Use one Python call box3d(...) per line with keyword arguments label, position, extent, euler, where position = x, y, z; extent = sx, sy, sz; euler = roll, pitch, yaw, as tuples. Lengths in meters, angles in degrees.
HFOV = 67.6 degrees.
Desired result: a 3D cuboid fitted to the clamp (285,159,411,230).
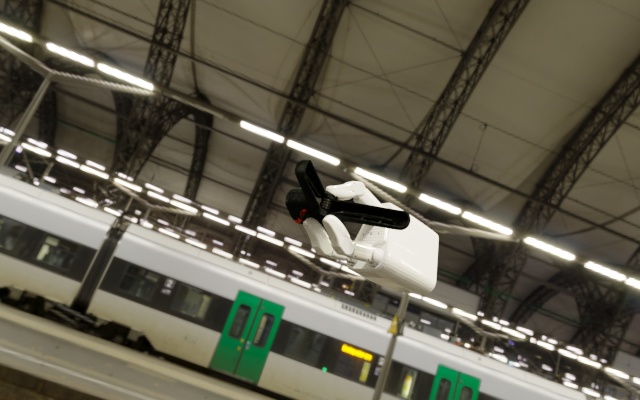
box3d(label="clamp", position=(0.000, 0.002, 0.659), extent=(0.164, 0.036, 0.210), euler=(31, -20, -24))
